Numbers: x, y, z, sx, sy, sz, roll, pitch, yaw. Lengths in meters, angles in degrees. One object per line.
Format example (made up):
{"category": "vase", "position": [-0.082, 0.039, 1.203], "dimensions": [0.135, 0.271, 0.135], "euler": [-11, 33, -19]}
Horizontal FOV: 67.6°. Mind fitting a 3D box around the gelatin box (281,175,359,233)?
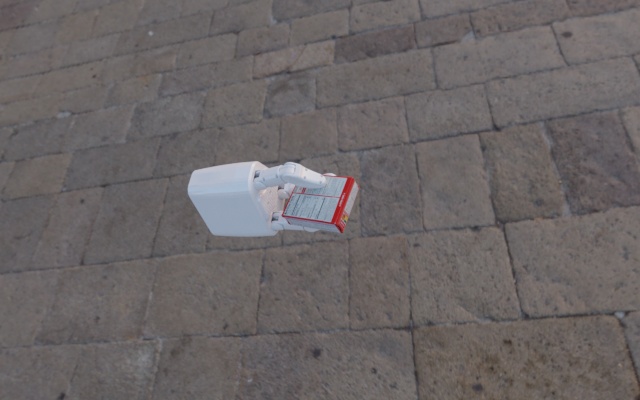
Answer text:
{"category": "gelatin box", "position": [0.000, 0.002, 0.655], "dimensions": [0.089, 0.073, 0.030], "euler": [6, -28, 31]}
